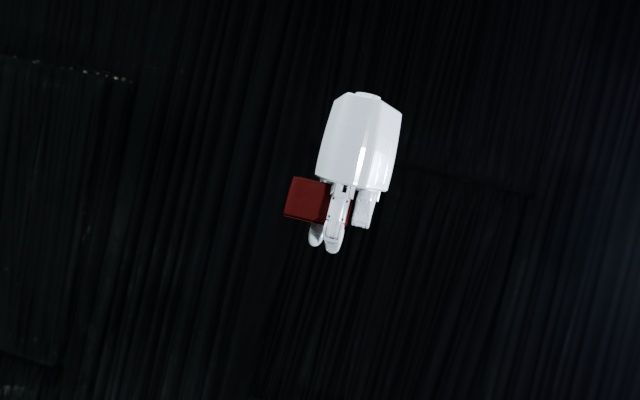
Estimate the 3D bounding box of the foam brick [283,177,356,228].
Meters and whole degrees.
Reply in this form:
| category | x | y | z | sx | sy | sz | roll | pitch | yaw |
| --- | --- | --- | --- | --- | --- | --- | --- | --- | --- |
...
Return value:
| category | x | y | z | sx | sy | sz | roll | pitch | yaw |
| --- | --- | --- | --- | --- | --- | --- | --- | --- | --- |
| foam brick | 0.000 | 0.002 | 0.610 | 0.078 | 0.051 | 0.053 | 13 | 5 | 9 |
